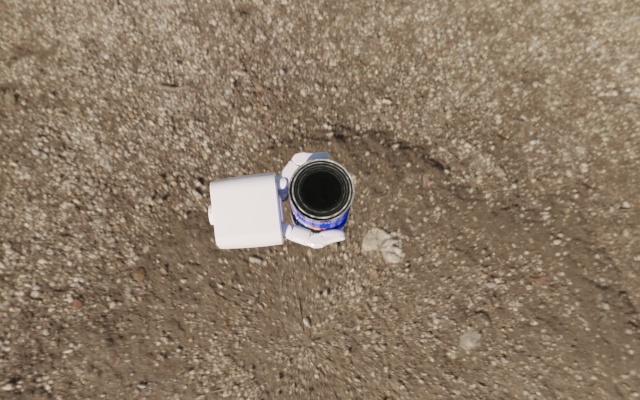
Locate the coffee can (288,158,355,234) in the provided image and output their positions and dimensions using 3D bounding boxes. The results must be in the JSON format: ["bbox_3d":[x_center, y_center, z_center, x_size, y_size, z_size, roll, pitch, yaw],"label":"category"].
[{"bbox_3d":[0.000,0.003,0.795,0.103,0.102,0.140,0,-16,-1],"label":"coffee can"}]
